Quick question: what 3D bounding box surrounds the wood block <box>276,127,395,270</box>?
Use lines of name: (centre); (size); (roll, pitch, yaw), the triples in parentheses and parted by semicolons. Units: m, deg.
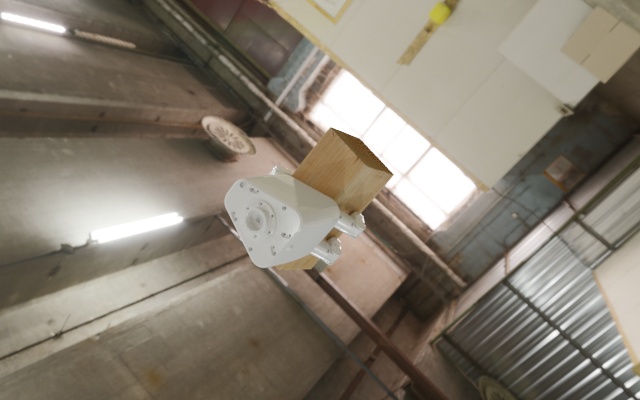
wood block: (0.000, 0.002, 0.724); (0.090, 0.206, 0.090); (9, 37, -55)
